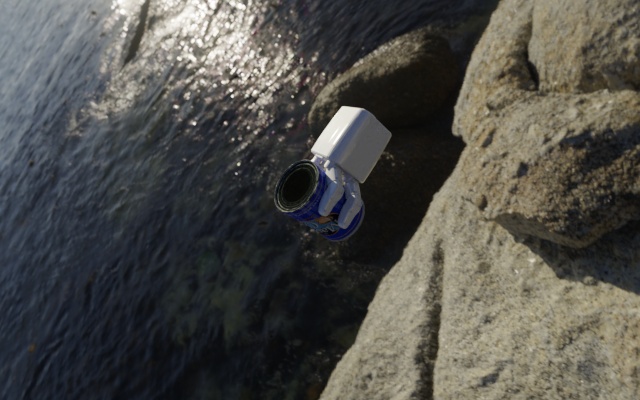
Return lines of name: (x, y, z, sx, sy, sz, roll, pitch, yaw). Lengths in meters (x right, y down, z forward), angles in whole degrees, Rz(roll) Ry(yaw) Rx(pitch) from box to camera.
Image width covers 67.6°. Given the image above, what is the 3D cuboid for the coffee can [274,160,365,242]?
coffee can: (0.000, 0.003, 0.875, 0.103, 0.102, 0.140, 0, -24, 43)
